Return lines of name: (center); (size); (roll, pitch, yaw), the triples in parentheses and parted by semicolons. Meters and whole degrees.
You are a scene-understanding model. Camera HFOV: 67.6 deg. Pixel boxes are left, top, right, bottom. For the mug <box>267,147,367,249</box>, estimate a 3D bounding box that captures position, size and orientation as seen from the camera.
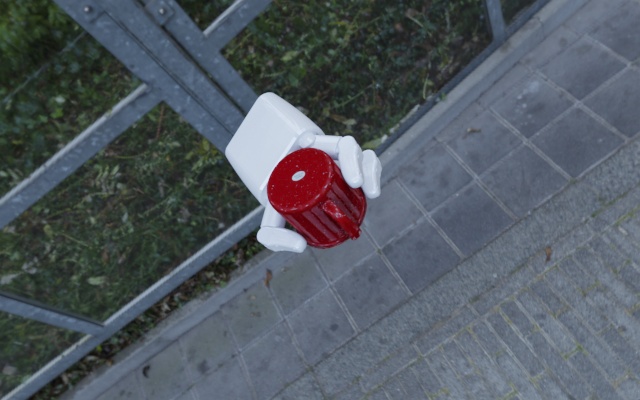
mug: (0.001, 0.002, 0.520); (0.117, 0.093, 0.081); (45, -1, 40)
